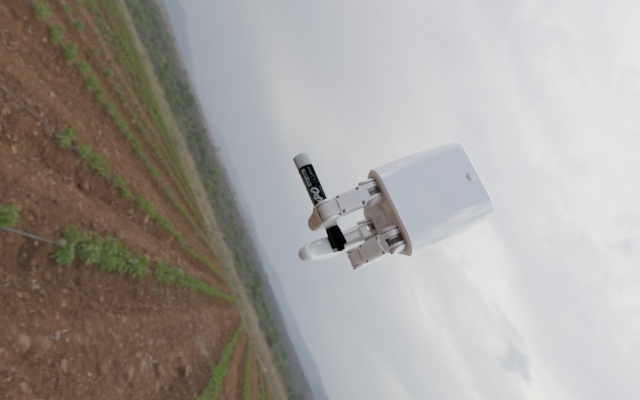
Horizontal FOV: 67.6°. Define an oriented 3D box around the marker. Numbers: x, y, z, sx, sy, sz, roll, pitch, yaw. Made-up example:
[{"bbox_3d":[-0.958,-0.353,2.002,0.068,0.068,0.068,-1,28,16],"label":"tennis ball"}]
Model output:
[{"bbox_3d":[0.000,0.002,0.548,0.020,0.121,0.020,-23,-11,-5],"label":"marker"}]
